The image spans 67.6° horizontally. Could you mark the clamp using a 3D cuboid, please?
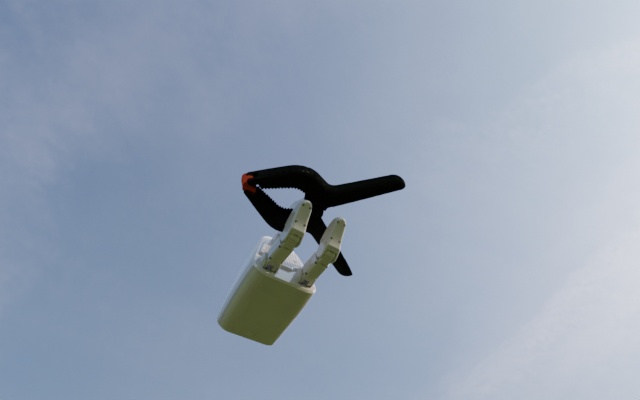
[{"bbox_3d":[-0.001,0.002,0.628,0.210,0.164,0.036,27,17,-24],"label":"clamp"}]
